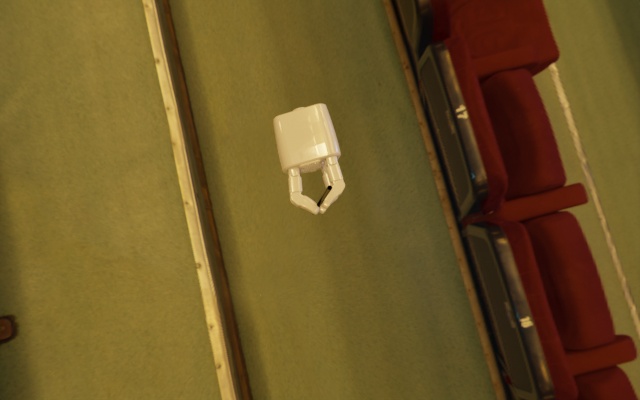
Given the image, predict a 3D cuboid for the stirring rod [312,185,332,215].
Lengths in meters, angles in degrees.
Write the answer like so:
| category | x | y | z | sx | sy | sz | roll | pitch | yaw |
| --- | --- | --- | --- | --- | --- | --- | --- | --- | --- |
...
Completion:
| category | x | y | z | sx | sy | sz | roll | pitch | yaw |
| --- | --- | --- | --- | --- | --- | --- | --- | --- | --- |
| stirring rod | 0.000 | 0.003 | 0.870 | 0.011 | 0.011 | 0.239 | 0 | -11 | -7 |
